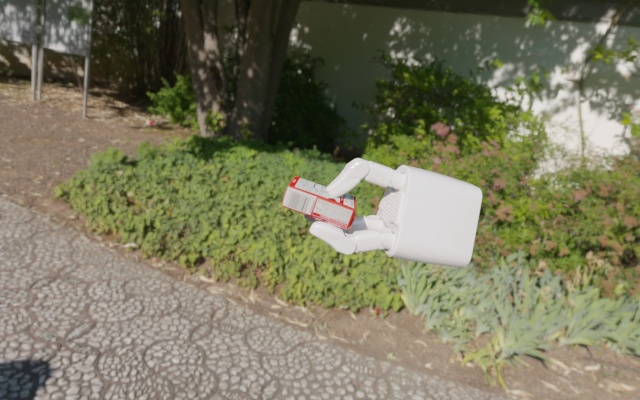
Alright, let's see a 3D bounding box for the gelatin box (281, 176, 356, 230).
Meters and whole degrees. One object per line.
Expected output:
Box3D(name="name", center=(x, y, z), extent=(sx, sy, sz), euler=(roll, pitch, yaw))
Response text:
Box3D(name="gelatin box", center=(0.000, 0.001, 0.601), extent=(0.089, 0.030, 0.073), euler=(20, 13, -1))
